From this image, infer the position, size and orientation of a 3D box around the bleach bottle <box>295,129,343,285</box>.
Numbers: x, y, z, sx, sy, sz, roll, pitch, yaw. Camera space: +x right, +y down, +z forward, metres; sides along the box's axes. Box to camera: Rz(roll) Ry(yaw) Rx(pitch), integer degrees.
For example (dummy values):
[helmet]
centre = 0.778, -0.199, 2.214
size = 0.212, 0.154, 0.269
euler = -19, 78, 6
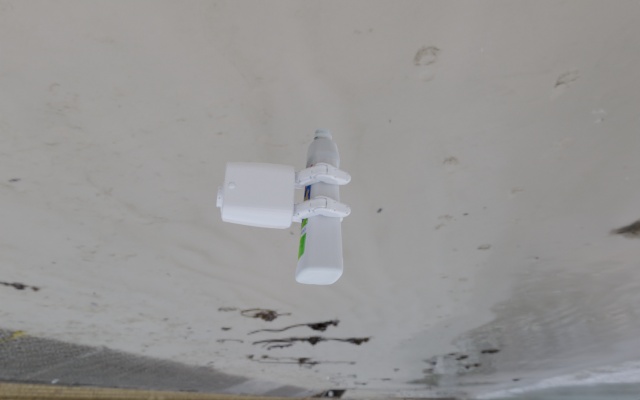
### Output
[bleach bottle]
centre = 0.000, 0.003, 0.778
size = 0.068, 0.250, 0.103
euler = 5, -23, -10
